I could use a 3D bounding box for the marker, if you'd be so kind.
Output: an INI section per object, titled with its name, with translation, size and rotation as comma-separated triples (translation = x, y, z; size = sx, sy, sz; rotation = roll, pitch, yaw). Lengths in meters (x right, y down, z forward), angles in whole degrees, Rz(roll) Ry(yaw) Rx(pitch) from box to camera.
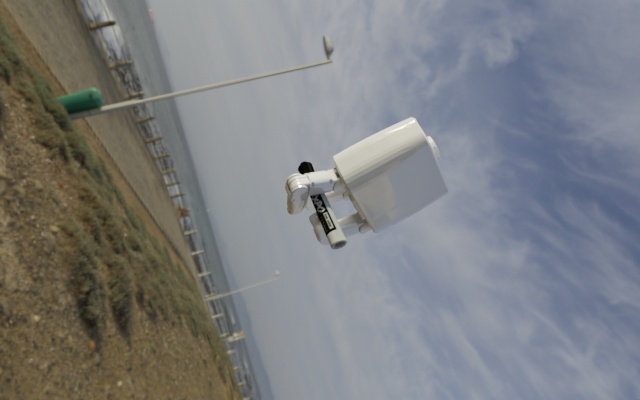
[marker]
translation = 0.000, 0.002, 0.556
size = 0.020, 0.121, 0.020
rotation = -17, -32, -11
